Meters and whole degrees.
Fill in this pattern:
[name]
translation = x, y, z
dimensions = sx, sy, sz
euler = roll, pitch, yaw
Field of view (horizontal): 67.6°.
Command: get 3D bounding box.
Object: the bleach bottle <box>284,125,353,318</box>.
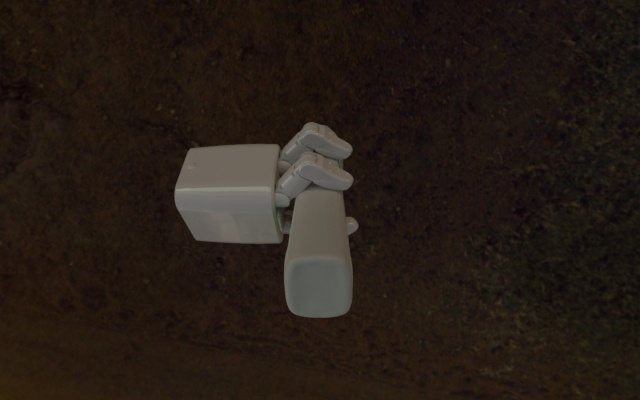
[bleach bottle]
translation = 0.000, 0.002, 0.554
dimensions = 0.068, 0.103, 0.250
euler = 0, 43, 1
